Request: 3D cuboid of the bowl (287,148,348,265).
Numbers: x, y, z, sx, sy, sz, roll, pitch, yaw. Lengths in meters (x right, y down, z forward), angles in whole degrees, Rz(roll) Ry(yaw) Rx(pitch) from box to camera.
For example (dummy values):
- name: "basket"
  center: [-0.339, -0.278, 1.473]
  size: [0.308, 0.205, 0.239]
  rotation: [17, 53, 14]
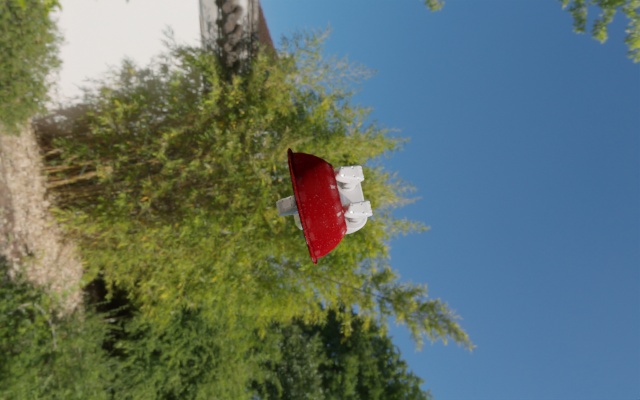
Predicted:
- name: "bowl"
  center: [0.001, 0.002, 0.645]
  size: [0.055, 0.162, 0.162]
  rotation: [-13, -1, 2]
